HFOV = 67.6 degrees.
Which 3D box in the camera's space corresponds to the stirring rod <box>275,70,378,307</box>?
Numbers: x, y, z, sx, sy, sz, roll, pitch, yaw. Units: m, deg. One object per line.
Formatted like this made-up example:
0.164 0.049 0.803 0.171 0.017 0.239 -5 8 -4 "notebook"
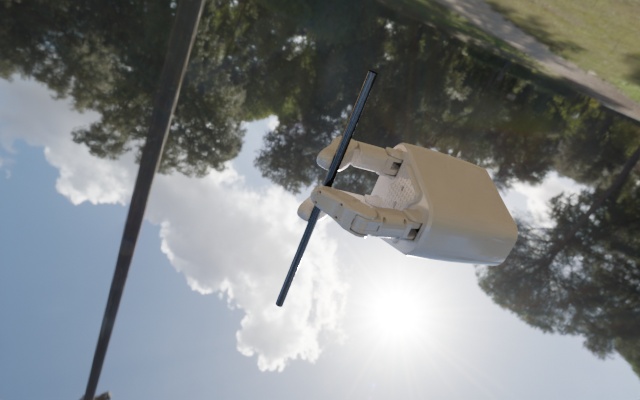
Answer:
0.000 0.001 0.422 0.011 0.240 0.011 18 25 -9 "stirring rod"
